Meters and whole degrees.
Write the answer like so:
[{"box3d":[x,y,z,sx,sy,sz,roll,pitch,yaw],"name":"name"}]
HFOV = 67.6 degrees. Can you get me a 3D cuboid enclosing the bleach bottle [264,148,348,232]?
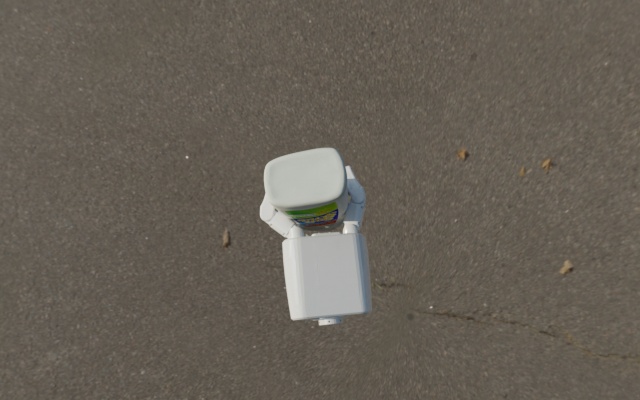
[{"box3d":[0.000,0.002,0.675,0.102,0.068,0.251,-9,-15,8],"name":"bleach bottle"}]
